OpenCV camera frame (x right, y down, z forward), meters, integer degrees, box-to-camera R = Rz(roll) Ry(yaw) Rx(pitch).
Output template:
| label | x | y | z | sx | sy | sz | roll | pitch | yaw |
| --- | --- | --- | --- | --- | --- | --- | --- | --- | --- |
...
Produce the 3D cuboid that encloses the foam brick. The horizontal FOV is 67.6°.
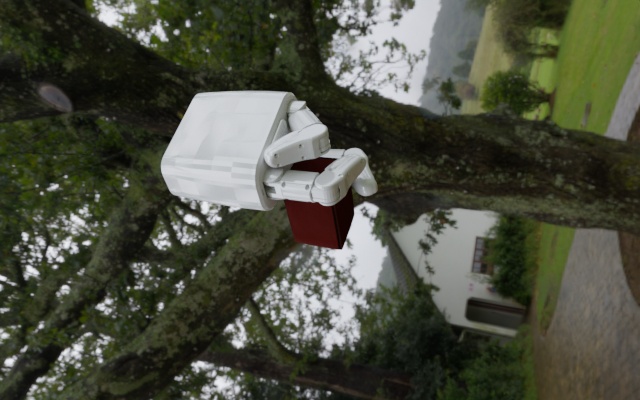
| label | x | y | z | sx | sy | sz | roll | pitch | yaw |
| --- | --- | --- | --- | --- | --- | --- | --- | --- | --- |
| foam brick | 0.000 | 0.002 | 0.474 | 0.051 | 0.078 | 0.053 | 6 | 43 | 19 |
